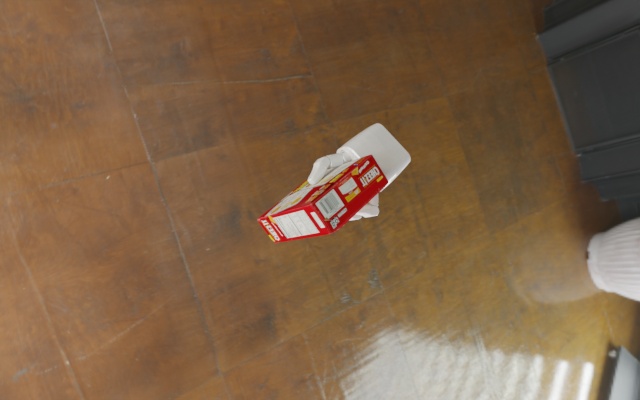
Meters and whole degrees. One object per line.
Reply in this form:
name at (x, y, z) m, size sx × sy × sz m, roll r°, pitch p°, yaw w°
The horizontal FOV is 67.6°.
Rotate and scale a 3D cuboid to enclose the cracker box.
cracker box at (0.000, 0.003, 0.898) m, size 0.164 × 0.072 × 0.214 m, roll -40°, pitch 13°, yaw -31°
